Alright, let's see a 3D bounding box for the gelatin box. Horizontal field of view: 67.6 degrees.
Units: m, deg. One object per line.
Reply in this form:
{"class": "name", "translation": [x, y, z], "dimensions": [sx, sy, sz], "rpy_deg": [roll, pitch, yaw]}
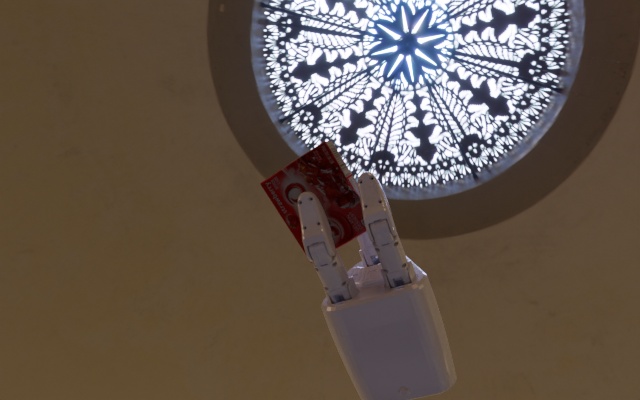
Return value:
{"class": "gelatin box", "translation": [0.000, 0.001, 0.438], "dimensions": [0.073, 0.089, 0.030], "rpy_deg": [-31, 1, 16]}
